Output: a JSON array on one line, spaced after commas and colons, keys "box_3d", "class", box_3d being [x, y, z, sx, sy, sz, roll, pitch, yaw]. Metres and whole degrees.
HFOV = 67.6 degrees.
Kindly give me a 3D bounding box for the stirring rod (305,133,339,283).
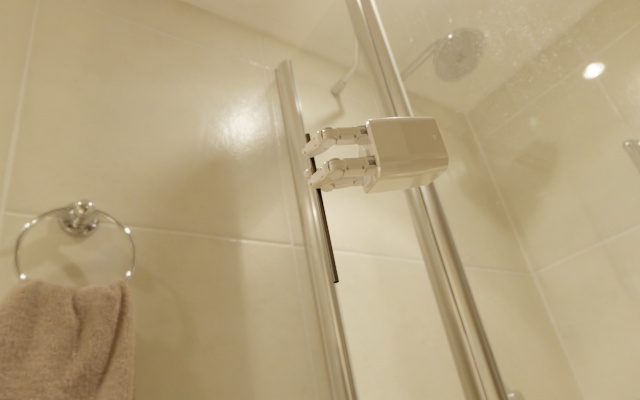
[{"box_3d": [0.000, 0.002, 0.673, 0.011, 0.239, 0.011, -8, -29, -5], "class": "stirring rod"}]
